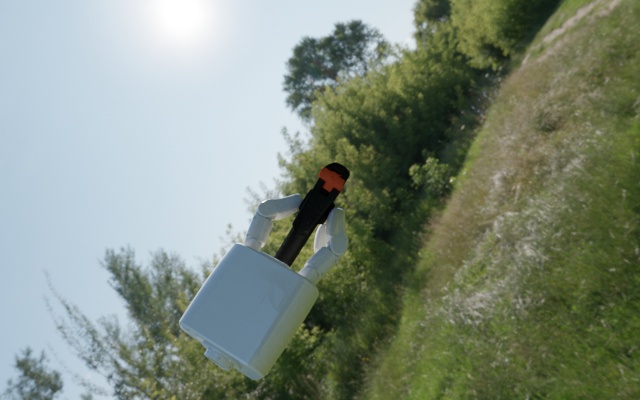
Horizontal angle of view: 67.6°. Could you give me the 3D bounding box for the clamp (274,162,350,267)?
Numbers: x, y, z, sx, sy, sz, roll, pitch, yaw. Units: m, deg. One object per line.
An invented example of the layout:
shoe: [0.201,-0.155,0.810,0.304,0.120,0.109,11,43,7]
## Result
clamp: [-0.001,0.001,0.579,0.036,0.164,0.210,33,-27,2]
